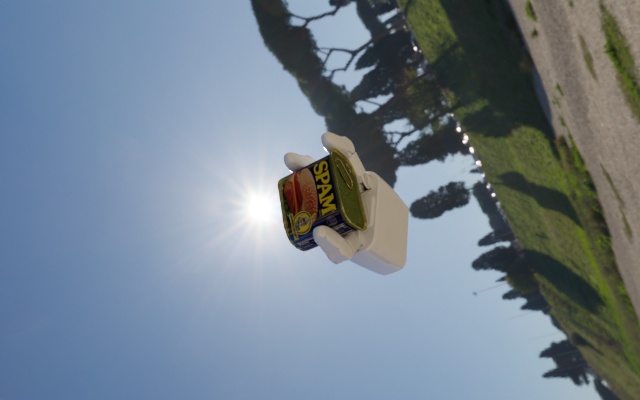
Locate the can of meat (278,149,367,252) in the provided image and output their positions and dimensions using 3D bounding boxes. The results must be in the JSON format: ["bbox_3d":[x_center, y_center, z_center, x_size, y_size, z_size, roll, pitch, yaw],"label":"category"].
[{"bbox_3d":[0.000,0.002,0.575,0.084,0.102,0.057,-25,-32,24],"label":"can of meat"}]
